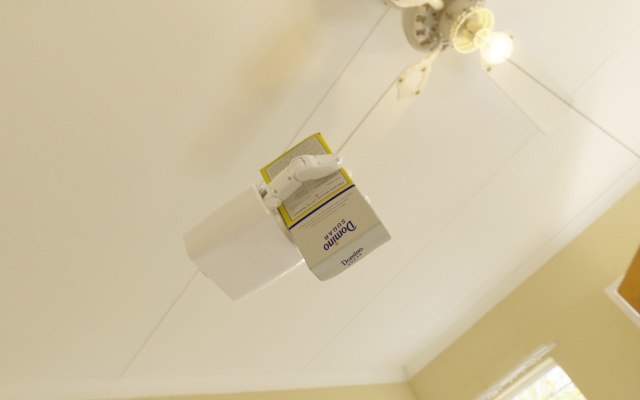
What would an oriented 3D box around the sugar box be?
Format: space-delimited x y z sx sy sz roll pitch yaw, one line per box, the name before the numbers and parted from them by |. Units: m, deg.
sugar box | 0.000 0.002 0.564 0.093 0.176 0.048 -34 -40 4
